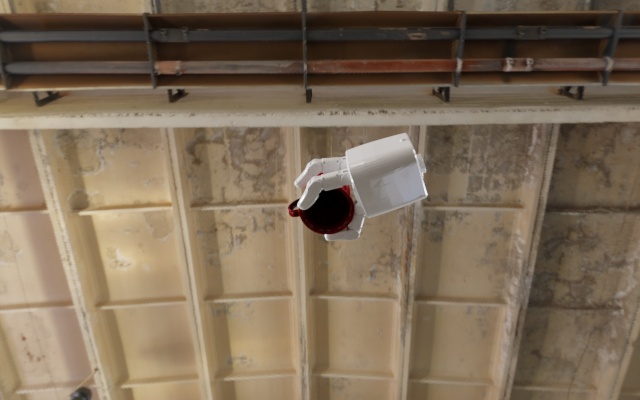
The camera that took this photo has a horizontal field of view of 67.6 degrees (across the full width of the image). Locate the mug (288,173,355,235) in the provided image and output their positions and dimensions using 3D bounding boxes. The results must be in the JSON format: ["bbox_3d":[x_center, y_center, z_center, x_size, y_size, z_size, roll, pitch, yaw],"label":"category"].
[{"bbox_3d":[-0.001,0.003,0.827,0.117,0.093,0.081,-16,23,10],"label":"mug"}]
